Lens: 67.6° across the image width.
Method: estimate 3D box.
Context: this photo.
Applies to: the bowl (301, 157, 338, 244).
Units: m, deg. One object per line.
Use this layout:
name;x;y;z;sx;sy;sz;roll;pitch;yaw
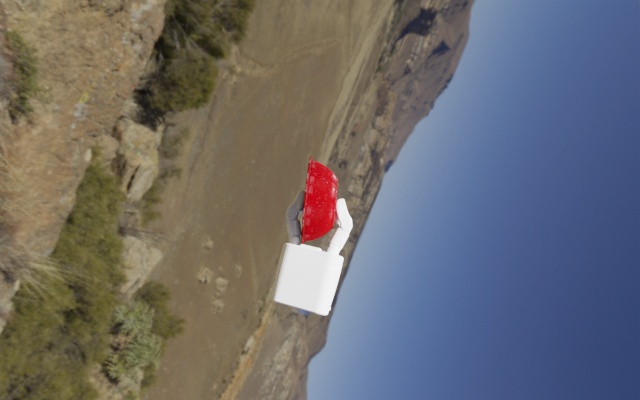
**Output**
bowl;0.001;0.002;0.868;0.055;0.162;0.162;5;0;1
